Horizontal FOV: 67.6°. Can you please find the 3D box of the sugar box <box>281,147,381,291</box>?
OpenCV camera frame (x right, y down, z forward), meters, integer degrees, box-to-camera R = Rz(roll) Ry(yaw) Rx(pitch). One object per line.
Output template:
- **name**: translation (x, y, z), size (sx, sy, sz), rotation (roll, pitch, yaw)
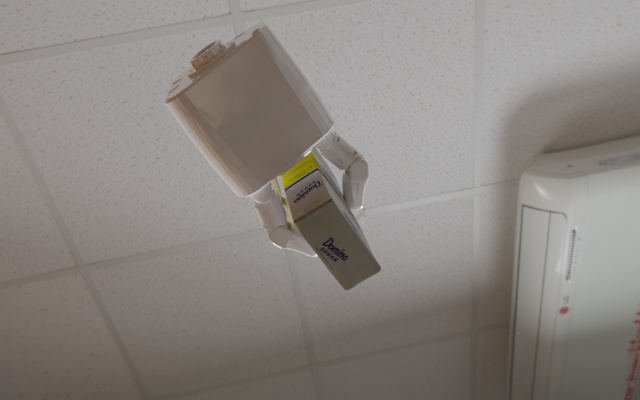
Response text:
- **sugar box**: translation (0.000, 0.002, 0.483), size (0.048, 0.093, 0.176), rotation (-32, 28, 8)
